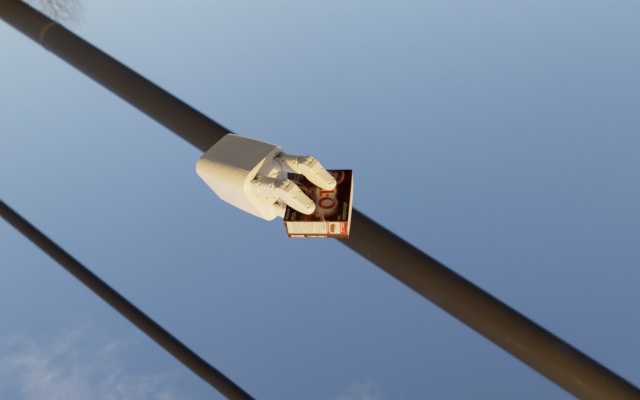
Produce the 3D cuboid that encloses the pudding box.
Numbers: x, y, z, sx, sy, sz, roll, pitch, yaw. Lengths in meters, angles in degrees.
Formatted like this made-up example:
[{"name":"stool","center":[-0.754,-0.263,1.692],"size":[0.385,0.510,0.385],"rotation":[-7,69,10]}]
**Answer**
[{"name":"pudding box","center":[0.000,0.002,0.686],"size":[0.090,0.113,0.039],"rotation":[-1,-44,8]}]
